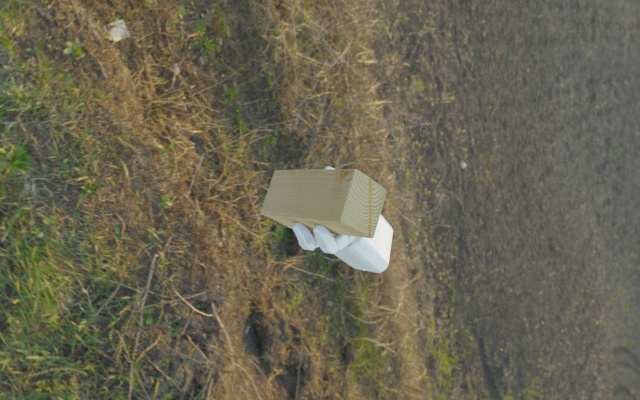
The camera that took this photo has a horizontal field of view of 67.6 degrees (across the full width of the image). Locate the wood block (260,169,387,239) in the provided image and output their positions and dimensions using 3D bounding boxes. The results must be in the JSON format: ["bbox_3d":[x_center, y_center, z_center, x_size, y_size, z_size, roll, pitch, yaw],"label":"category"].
[{"bbox_3d":[0.001,0.003,0.840,0.206,0.090,0.090,3,-20,46],"label":"wood block"}]
